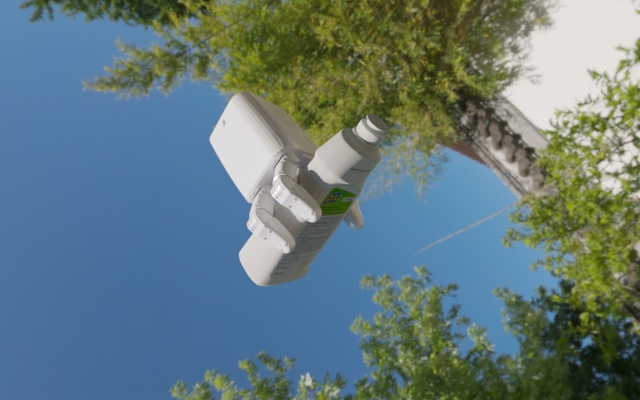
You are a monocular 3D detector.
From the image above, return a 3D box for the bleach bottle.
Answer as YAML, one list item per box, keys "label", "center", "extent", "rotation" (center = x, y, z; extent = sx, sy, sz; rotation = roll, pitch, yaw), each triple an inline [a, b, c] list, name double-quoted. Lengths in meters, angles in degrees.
- label: "bleach bottle"
  center: [0.000, 0.002, 0.573]
  extent: [0.102, 0.068, 0.251]
  rotation: [-6, -38, -49]
